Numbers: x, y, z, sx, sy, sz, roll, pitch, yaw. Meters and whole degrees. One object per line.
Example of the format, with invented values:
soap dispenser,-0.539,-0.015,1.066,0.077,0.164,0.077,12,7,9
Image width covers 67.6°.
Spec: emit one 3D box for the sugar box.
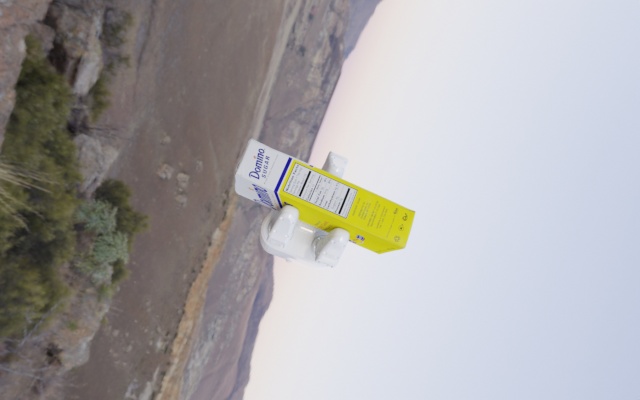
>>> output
sugar box,0.000,0.002,0.490,0.176,0.048,0.093,21,-13,-4
